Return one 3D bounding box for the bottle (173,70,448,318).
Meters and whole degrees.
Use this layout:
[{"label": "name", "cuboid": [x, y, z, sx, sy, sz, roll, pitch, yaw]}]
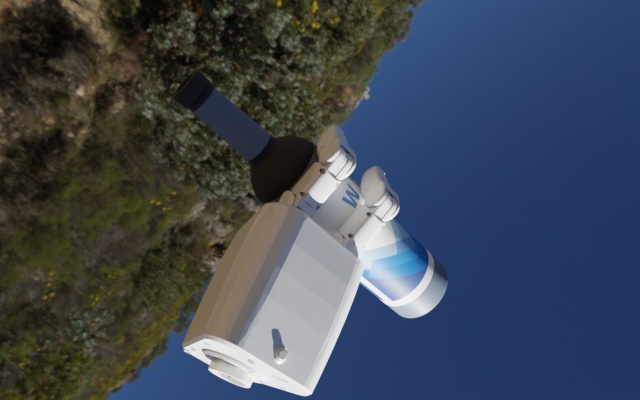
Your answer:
[{"label": "bottle", "cuboid": [0.000, 0.001, 0.413, 0.296, 0.069, 0.069, 41, -21, -27]}]
